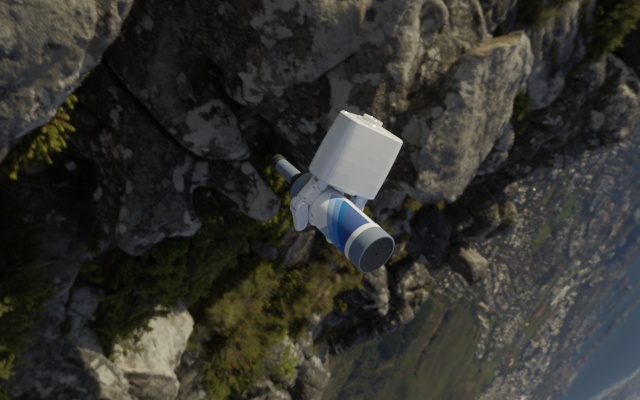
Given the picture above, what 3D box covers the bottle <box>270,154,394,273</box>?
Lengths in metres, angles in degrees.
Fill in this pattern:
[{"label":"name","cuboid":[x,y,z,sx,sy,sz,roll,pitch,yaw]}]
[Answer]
[{"label":"bottle","cuboid":[0.000,0.003,0.781,0.069,0.069,0.295,0,31,-40]}]
